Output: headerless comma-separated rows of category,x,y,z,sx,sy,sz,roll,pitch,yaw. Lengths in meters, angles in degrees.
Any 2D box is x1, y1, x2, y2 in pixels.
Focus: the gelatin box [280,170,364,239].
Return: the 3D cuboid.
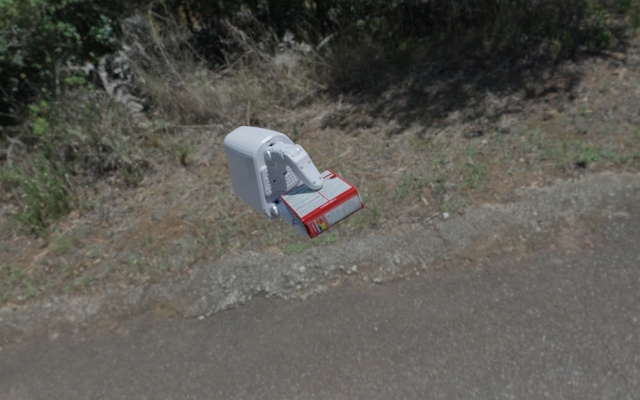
gelatin box,0.000,0.002,0.573,0.073,0.030,0.089,-30,27,-10
